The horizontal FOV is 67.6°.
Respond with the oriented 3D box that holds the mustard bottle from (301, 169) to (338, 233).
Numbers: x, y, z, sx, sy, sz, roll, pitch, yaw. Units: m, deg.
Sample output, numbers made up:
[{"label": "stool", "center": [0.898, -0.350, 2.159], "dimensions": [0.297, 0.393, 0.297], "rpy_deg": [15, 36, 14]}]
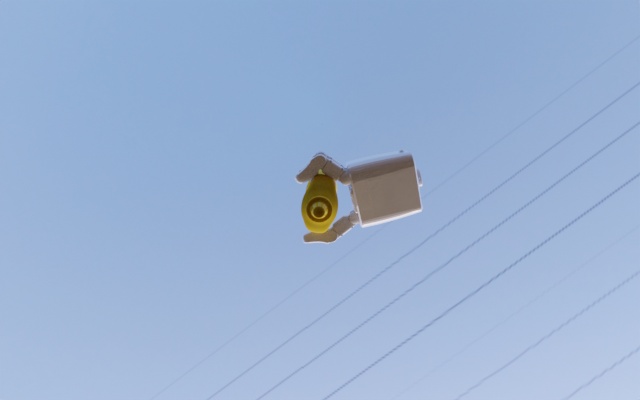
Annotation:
[{"label": "mustard bottle", "center": [0.000, 0.003, 0.791], "dimensions": [0.058, 0.096, 0.191], "rpy_deg": [10, 9, -1]}]
